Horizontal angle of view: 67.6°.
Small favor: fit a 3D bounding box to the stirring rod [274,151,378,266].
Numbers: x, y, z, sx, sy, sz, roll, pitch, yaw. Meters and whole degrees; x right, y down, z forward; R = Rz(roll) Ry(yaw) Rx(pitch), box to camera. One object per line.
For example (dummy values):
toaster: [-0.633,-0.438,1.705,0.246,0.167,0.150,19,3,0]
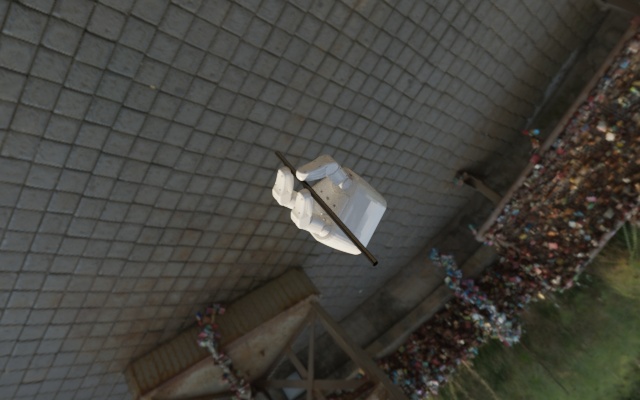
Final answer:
stirring rod: [0.000,0.002,0.627,0.011,0.011,0.239,0,37,-42]
